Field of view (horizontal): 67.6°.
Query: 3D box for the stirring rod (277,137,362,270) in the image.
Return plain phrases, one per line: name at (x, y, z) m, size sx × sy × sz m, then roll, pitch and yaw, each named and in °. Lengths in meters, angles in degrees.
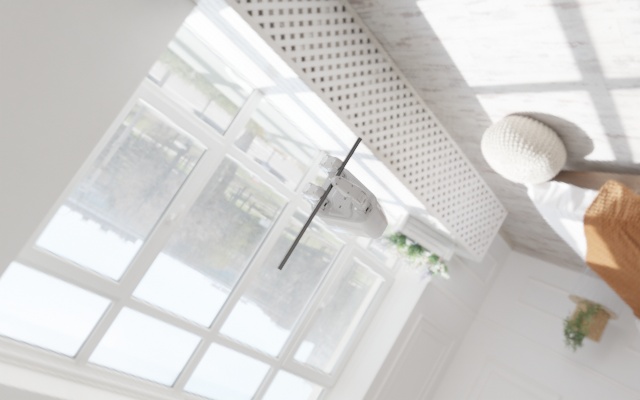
stirring rod at (0.000, 0.002, 0.736) m, size 0.011 × 0.239 × 0.011 m, roll 31°, pitch -9°, yaw 6°
